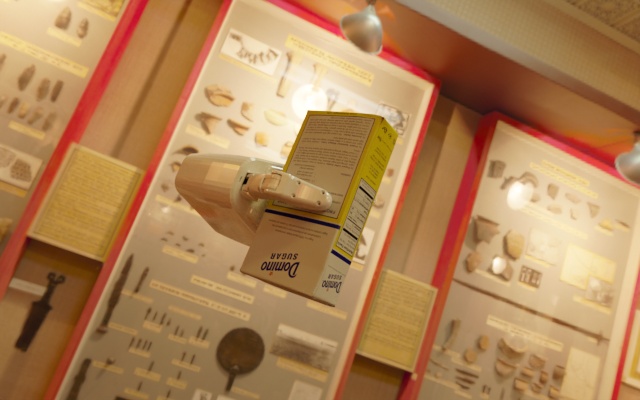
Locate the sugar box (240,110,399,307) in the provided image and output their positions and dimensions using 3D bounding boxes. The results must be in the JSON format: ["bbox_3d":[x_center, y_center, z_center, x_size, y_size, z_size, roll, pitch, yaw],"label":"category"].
[{"bbox_3d":[0.000,0.002,0.451,0.093,0.176,0.048,12,-14,38],"label":"sugar box"}]
